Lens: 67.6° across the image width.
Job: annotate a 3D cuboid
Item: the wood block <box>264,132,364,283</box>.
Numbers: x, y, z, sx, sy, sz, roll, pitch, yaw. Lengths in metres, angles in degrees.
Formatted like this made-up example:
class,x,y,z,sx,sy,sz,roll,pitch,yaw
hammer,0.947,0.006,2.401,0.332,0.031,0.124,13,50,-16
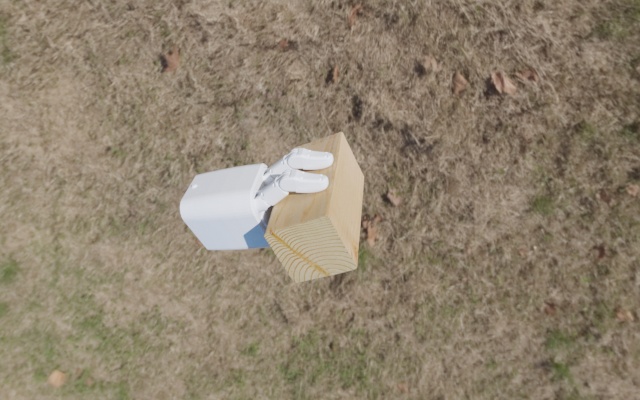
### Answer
class,x,y,z,sx,sy,sz,roll,pitch,yaw
wood block,0.000,0.003,0.662,0.090,0.091,0.206,-17,32,19
